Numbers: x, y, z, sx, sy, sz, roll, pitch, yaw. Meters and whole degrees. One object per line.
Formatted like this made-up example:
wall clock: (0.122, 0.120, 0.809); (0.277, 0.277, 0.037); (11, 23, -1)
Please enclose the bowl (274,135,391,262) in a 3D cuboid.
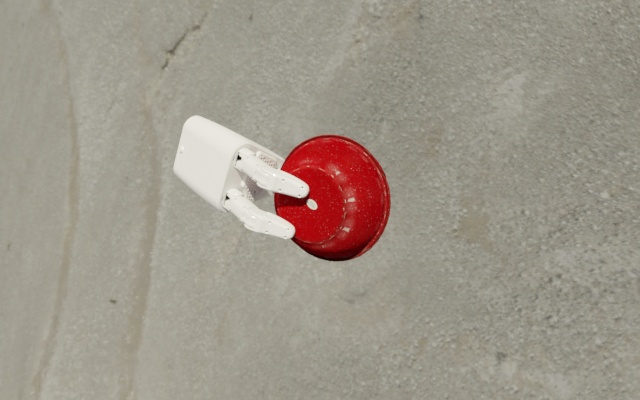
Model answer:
bowl: (0.001, 0.002, 0.578); (0.162, 0.162, 0.055); (0, 8, 28)
